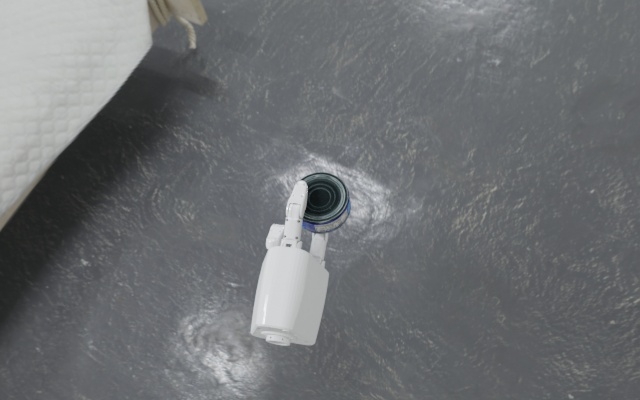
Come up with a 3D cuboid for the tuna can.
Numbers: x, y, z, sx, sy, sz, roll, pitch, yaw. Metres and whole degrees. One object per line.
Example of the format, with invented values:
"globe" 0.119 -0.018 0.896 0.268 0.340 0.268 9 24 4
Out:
"tuna can" 0.000 0.002 0.685 0.086 0.086 0.034 0 -29 7
